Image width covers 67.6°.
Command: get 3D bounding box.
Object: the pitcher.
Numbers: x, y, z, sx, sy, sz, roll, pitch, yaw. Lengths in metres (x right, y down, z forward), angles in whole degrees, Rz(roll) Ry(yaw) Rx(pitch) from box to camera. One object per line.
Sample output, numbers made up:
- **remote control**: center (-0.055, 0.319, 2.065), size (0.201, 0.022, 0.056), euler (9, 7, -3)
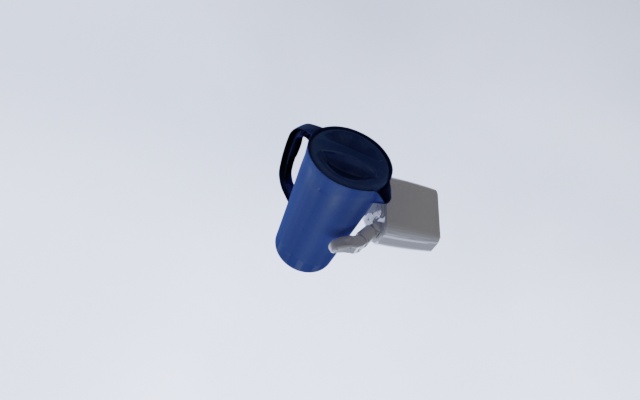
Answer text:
- **pitcher**: center (0.000, 0.003, 0.774), size (0.145, 0.149, 0.243), euler (10, -44, -18)
